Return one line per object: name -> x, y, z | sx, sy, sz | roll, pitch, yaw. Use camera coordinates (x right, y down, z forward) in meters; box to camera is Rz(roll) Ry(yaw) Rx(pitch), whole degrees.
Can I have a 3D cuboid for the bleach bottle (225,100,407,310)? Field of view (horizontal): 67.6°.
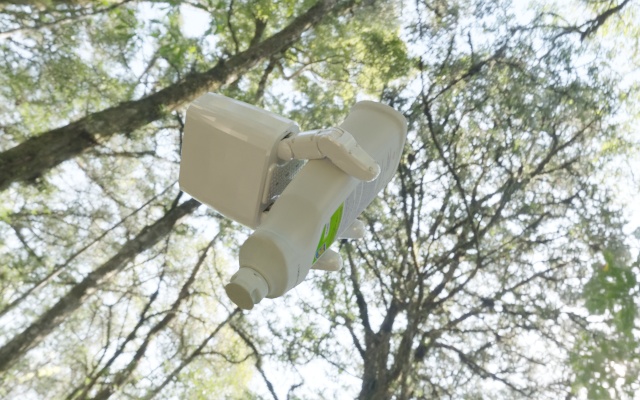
bleach bottle -> 0.000, 0.002, 0.451 | 0.068, 0.103, 0.250 | 25, 44, 19
